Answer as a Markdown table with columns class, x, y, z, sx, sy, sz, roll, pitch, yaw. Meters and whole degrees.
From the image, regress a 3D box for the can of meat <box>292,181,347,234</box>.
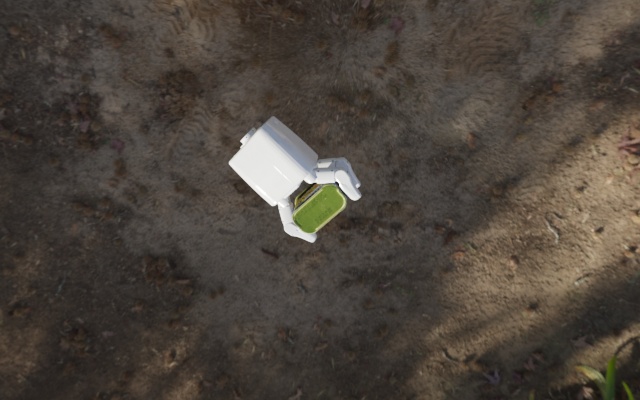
| class | x | y | z | sx | sy | sz | roll | pitch | yaw |
| --- | --- | --- | --- | --- | --- | --- | --- | --- | --- |
| can of meat | 0.000 | 0.003 | 0.819 | 0.102 | 0.057 | 0.084 | -41 | 11 | 15 |
